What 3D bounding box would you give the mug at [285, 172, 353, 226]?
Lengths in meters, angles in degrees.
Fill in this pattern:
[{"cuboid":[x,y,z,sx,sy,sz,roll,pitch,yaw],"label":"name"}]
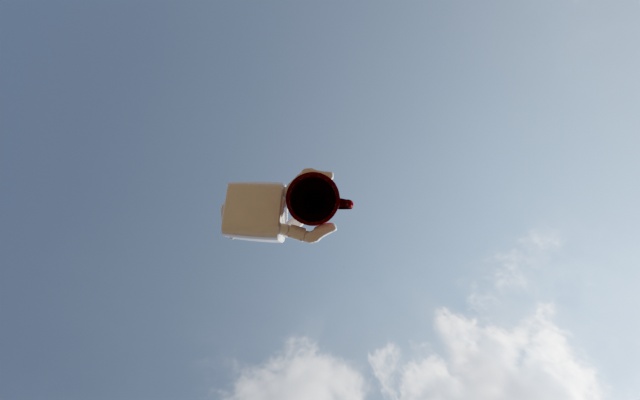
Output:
[{"cuboid":[0.002,0.003,0.851,0.117,0.093,0.081,3,-8,3],"label":"mug"}]
